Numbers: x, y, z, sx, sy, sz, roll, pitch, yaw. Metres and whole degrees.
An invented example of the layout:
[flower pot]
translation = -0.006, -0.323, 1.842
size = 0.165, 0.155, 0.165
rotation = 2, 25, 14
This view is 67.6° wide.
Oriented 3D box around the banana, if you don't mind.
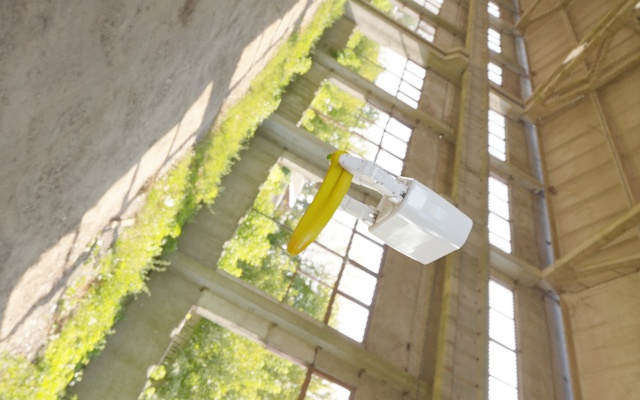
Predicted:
[banana]
translation = 0.010, -0.009, 0.653
size = 0.037, 0.197, 0.070
rotation = 34, -41, -11
